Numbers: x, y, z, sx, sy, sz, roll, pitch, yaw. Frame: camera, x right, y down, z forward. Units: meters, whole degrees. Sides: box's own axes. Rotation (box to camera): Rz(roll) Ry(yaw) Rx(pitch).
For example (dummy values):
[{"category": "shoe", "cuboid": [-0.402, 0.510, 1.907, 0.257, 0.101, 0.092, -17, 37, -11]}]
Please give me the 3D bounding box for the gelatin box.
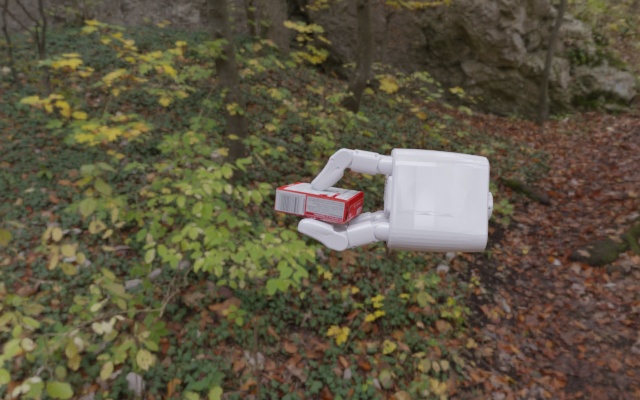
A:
[{"category": "gelatin box", "cuboid": [0.000, 0.001, 0.567, 0.089, 0.030, 0.073, 10, 11, 17]}]
